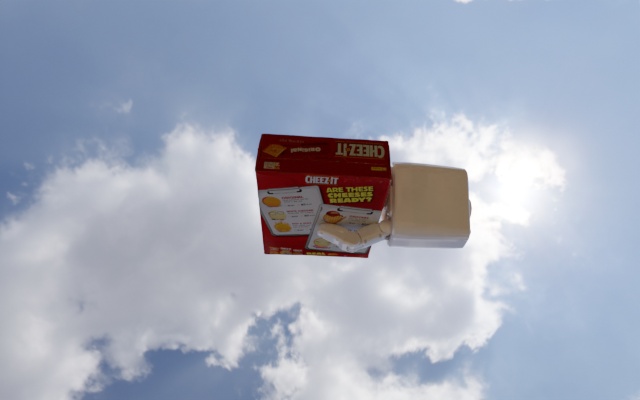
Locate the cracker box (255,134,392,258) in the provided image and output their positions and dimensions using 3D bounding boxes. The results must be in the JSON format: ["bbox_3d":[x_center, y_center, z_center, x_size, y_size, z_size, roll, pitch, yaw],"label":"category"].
[{"bbox_3d":[0.000,0.002,0.664,0.164,0.072,0.214,3,-34,-1],"label":"cracker box"}]
